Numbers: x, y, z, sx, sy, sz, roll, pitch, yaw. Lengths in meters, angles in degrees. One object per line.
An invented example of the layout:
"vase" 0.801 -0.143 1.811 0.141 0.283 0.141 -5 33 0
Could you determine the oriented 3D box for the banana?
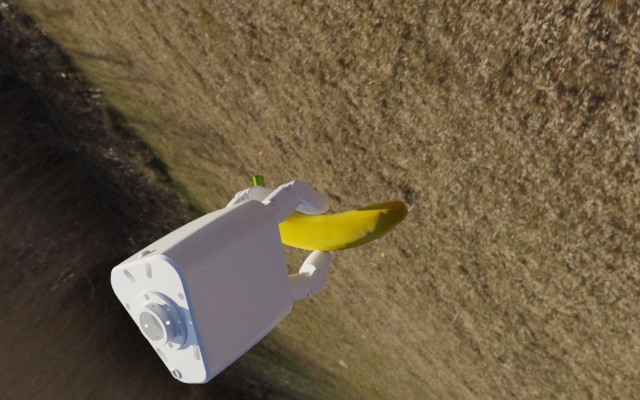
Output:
"banana" -0.005 0.019 0.505 0.198 0.069 0.037 12 7 31
